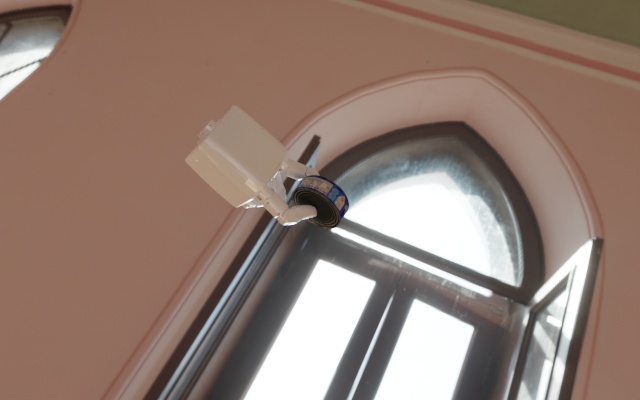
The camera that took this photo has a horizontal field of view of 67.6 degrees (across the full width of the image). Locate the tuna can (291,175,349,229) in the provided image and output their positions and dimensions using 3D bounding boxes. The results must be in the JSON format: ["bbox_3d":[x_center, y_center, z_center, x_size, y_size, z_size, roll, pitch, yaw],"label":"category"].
[{"bbox_3d":[0.000,0.002,0.728,0.086,0.086,0.033,0,44,45],"label":"tuna can"}]
